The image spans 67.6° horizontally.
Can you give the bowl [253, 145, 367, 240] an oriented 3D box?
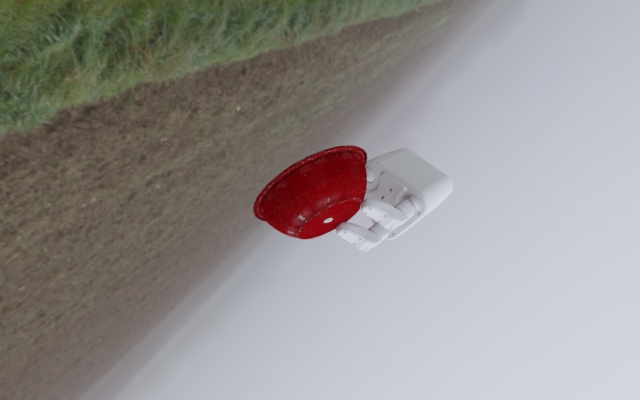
[{"bbox_3d":[-0.001,0.003,0.597,0.162,0.055,0.162,-25,-21,-10],"label":"bowl"}]
